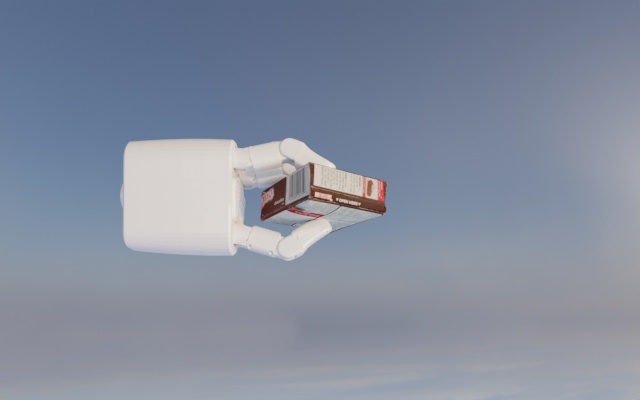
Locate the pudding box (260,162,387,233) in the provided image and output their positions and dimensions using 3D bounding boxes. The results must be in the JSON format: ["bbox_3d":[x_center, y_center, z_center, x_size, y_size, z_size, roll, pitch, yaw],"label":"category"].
[{"bbox_3d":[0.000,0.002,0.494,0.090,0.039,0.113,11,-17,-28],"label":"pudding box"}]
